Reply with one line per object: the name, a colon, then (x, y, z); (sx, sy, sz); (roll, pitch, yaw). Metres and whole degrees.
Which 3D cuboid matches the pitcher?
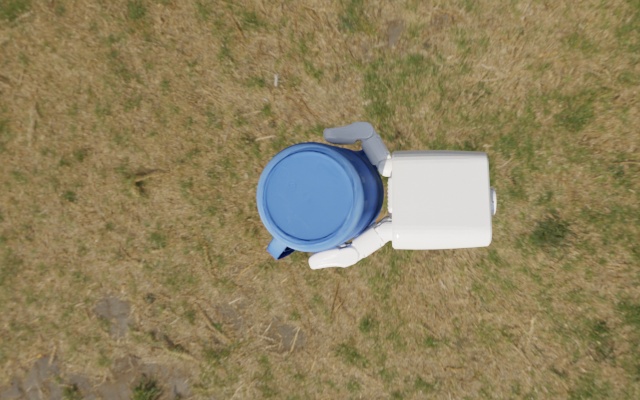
pitcher: (0.000, 0.002, 0.575); (0.145, 0.149, 0.243); (-1, 2, 9)
